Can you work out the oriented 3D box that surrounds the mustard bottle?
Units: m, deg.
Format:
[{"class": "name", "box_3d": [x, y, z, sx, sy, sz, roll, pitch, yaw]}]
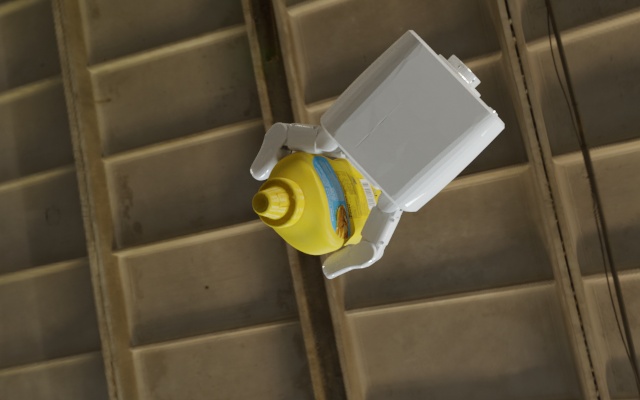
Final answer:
[{"class": "mustard bottle", "box_3d": [0.000, 0.002, 0.450, 0.058, 0.096, 0.191, -20, -9, 26]}]
